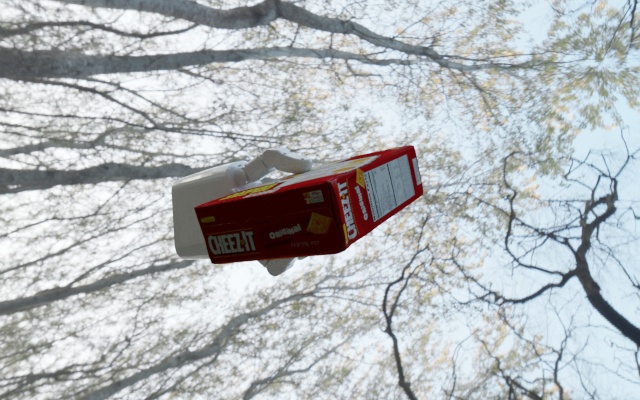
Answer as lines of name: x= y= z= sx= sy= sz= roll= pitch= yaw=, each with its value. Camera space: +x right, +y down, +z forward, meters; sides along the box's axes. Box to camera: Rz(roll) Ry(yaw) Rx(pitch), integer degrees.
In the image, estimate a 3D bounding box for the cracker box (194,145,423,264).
cracker box: x=0.000 y=0.002 z=0.526 sx=0.164 sy=0.072 sz=0.213 roll=-10 pitch=9 yaw=32
